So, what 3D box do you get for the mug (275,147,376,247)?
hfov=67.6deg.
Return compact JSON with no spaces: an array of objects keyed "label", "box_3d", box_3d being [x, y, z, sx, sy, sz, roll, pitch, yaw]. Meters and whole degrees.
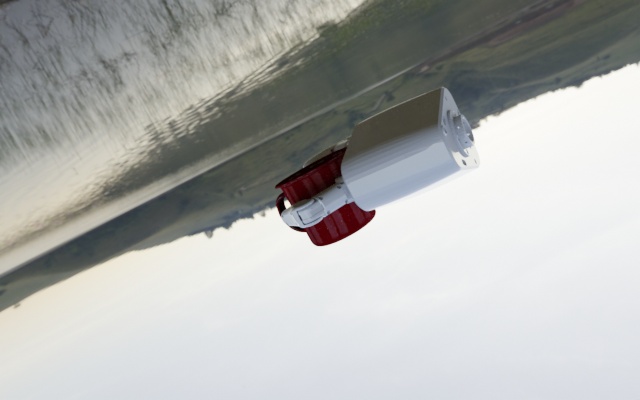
[{"label":"mug","box_3d":[-0.001,0.002,0.536,0.117,0.081,0.093,-23,10,31]}]
